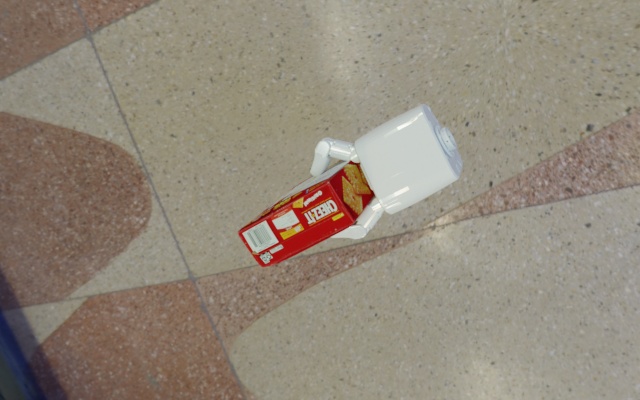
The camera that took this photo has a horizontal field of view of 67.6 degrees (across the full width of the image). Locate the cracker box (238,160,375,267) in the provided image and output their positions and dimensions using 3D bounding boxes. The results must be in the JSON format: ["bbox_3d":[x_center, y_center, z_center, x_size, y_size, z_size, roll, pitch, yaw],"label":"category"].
[{"bbox_3d":[0.000,0.002,0.714,0.164,0.072,0.213,-29,7,27],"label":"cracker box"}]
